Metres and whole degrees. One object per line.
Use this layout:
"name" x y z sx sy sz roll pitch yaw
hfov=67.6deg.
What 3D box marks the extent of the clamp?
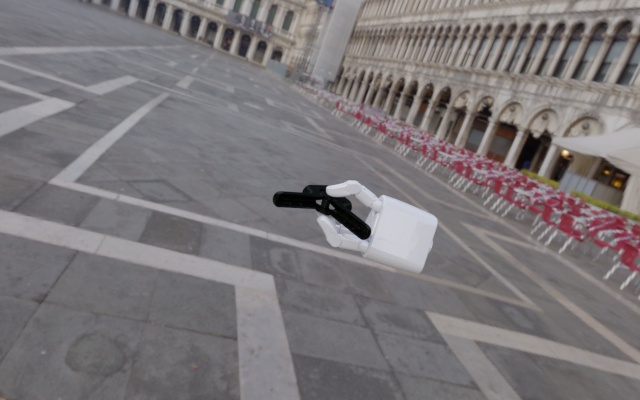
"clamp" 0.001 0.002 0.836 0.164 0.036 0.210 21 13 -7
